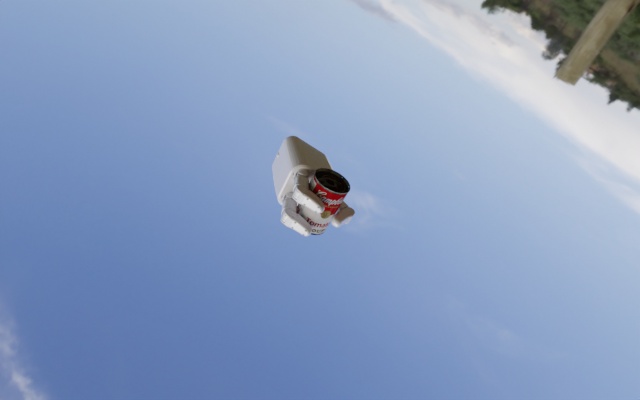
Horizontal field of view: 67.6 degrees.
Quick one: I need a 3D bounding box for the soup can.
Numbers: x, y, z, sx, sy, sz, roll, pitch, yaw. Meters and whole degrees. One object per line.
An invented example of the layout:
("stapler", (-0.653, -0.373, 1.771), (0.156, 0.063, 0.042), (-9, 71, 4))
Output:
("soup can", (0.000, 0.003, 0.844), (0.068, 0.102, 0.068), (20, 33, -14))
